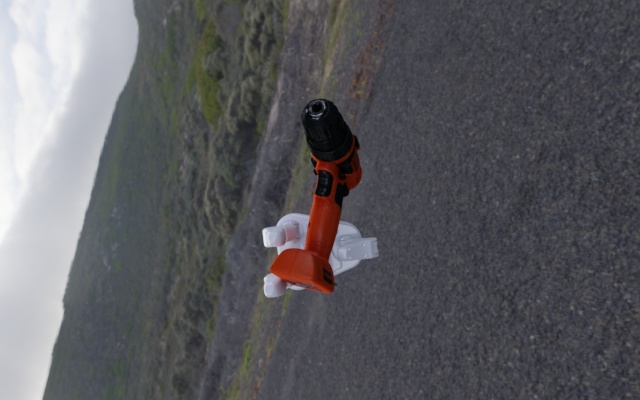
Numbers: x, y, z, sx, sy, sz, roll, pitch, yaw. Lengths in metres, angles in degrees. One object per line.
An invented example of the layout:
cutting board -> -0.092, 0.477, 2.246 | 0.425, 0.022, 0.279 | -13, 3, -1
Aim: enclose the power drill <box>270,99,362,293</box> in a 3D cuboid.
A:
power drill -> 0.000, 0.002, 0.537 | 0.057, 0.187, 0.184 | 11, -17, 18
